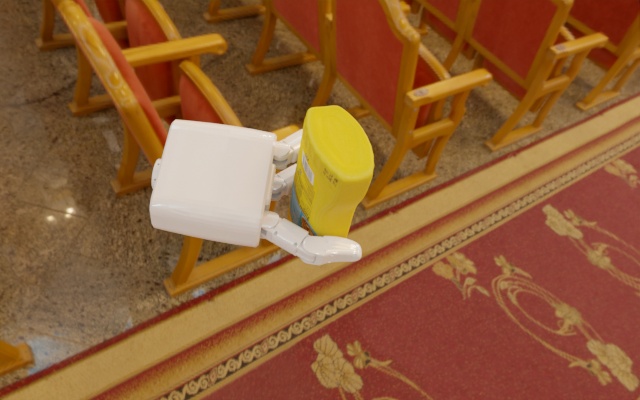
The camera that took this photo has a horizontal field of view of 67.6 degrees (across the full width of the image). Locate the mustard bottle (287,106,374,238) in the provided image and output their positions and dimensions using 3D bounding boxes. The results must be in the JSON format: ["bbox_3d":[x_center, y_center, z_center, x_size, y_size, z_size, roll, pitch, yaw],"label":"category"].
[{"bbox_3d":[0.000,0.001,0.501,0.058,0.096,0.192,-11,-34,-21],"label":"mustard bottle"}]
